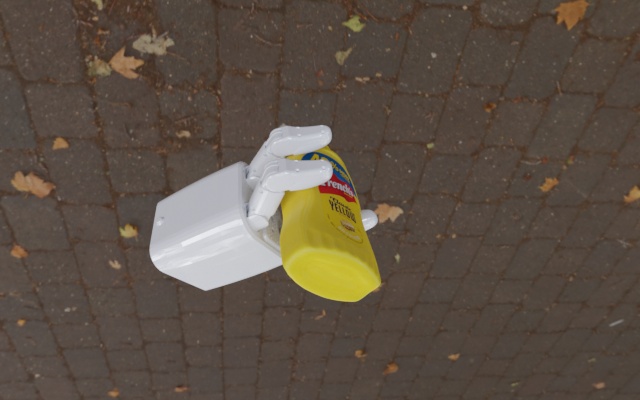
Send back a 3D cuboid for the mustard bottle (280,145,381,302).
[{"bbox_3d":[0.000,0.002,0.472,0.096,0.191,0.058,29,-58,-32],"label":"mustard bottle"}]
